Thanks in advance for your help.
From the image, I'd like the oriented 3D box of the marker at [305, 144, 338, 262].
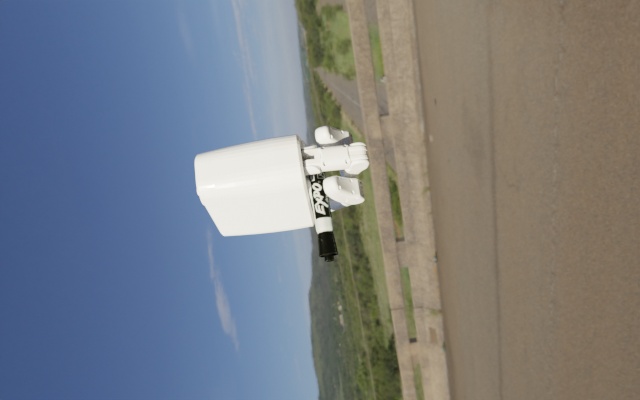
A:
[{"bbox_3d":[0.000,0.002,0.478,0.020,0.121,0.020,-8,-17,-2],"label":"marker"}]
